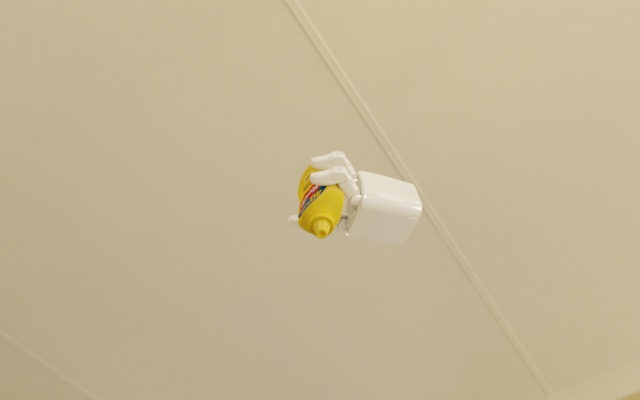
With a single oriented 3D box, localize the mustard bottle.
[{"bbox_3d":[0.000,0.002,0.805,0.058,0.096,0.191,34,24,-20],"label":"mustard bottle"}]
